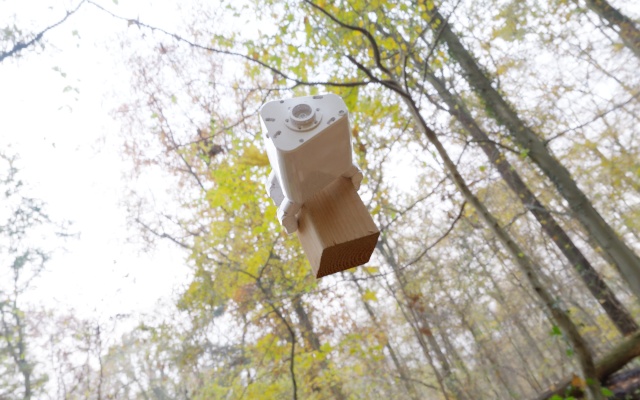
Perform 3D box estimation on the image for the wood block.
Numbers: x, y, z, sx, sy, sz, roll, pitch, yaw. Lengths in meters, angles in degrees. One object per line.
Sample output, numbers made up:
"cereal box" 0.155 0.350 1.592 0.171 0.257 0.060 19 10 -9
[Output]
"wood block" 0.000 0.002 0.735 0.091 0.206 0.090 -14 -34 -18
